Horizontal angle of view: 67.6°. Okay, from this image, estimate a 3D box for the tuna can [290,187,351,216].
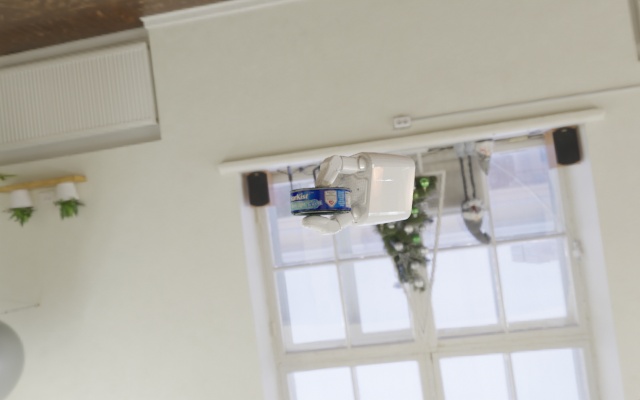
[{"bbox_3d":[0.000,0.003,0.671,0.086,0.033,0.086,-3,-5,0],"label":"tuna can"}]
